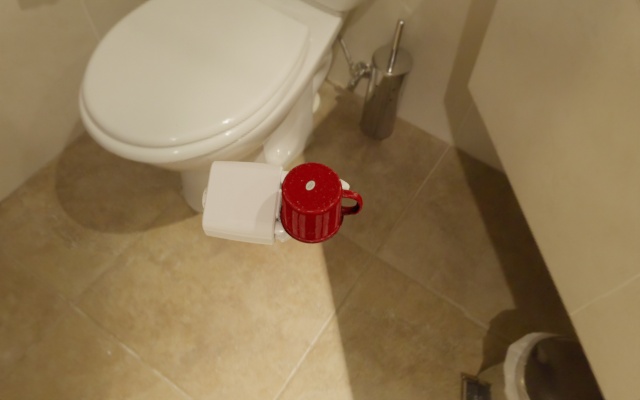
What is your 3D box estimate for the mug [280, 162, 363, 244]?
[{"bbox_3d":[0.002,0.002,0.659,0.117,0.093,0.081,5,-29,1],"label":"mug"}]
